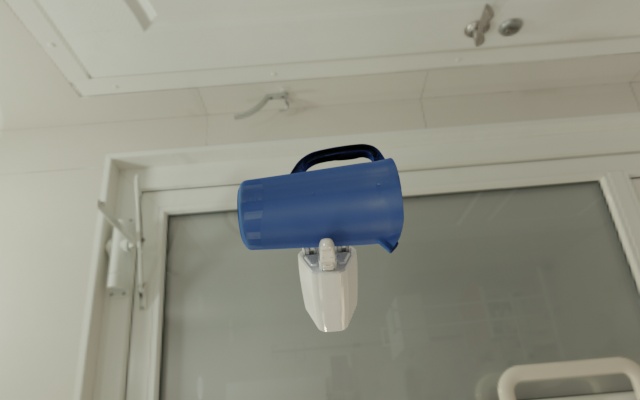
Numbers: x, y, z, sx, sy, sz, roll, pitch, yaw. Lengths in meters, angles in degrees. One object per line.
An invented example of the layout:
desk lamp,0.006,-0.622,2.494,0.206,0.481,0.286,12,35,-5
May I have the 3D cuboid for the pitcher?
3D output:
pitcher,0.000,0.003,0.738,0.243,0.145,0.149,-5,18,-1
